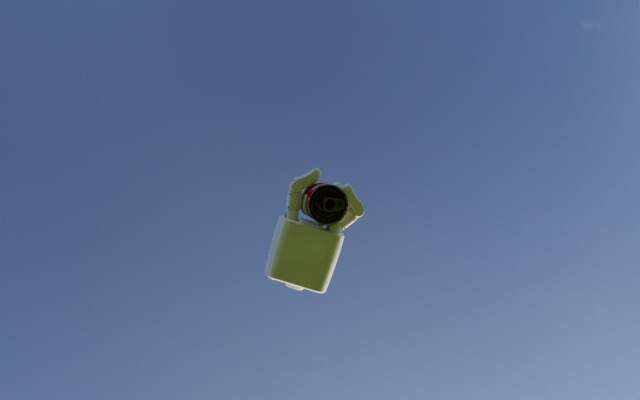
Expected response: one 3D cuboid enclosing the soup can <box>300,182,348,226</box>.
[{"bbox_3d":[0.000,0.002,0.825,0.068,0.068,0.102,0,6,-15],"label":"soup can"}]
